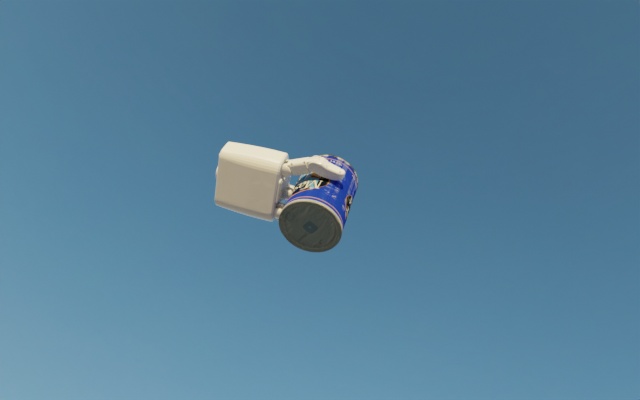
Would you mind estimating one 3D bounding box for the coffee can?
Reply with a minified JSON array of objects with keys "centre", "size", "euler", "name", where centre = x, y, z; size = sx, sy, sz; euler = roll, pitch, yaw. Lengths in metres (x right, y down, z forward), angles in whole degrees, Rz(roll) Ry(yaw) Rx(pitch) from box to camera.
[{"centre":[0.000,0.003,0.797],"size":[0.103,0.103,0.140],"euler":[0,35,18],"name":"coffee can"}]
